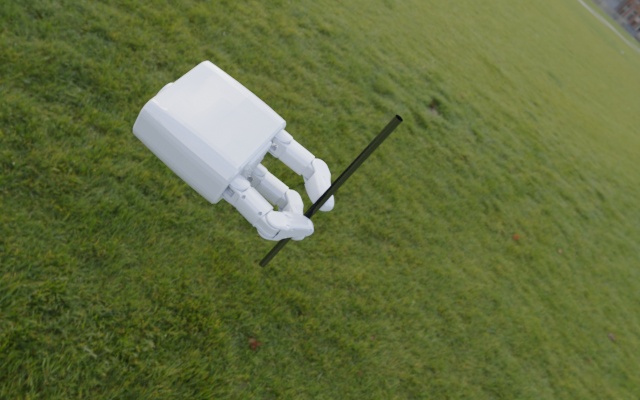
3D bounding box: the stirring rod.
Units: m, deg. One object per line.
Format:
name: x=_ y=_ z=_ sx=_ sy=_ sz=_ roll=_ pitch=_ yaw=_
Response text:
stirring rod: x=0.000 y=0.002 z=0.475 sx=0.011 sy=0.011 sz=0.240 roll=0 pitch=-37 yaw=-44
